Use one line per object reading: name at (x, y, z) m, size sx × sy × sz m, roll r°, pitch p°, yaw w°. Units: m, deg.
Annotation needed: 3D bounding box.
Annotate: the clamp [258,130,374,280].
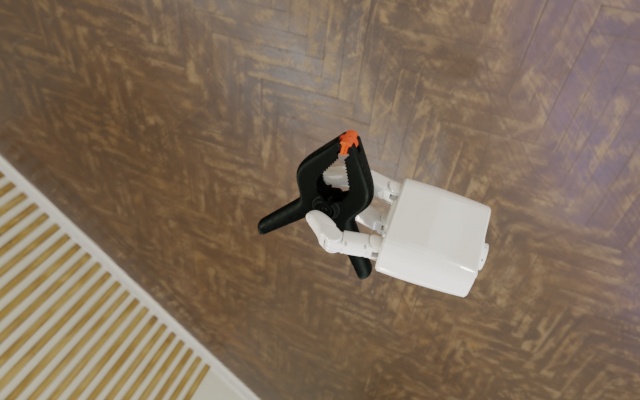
clamp at (0.000, 0.002, 0.585) m, size 0.164 × 0.210 × 0.036 m, roll 17°, pitch 43°, yaw 10°
